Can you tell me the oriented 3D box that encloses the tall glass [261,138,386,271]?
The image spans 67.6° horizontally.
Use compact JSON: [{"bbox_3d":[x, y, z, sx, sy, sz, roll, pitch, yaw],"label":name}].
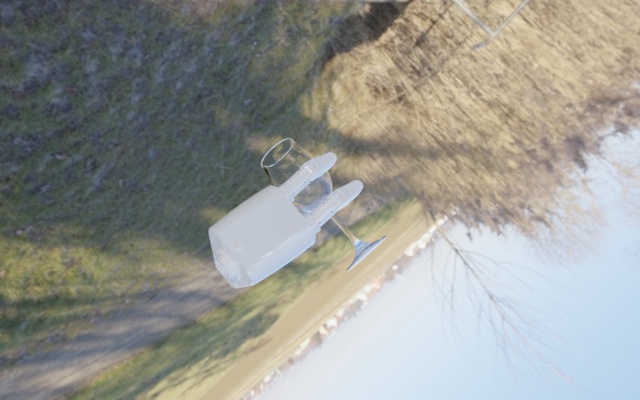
[{"bbox_3d":[0.001,0.003,0.689,0.079,0.201,0.079,-40,-11,-9],"label":"tall glass"}]
